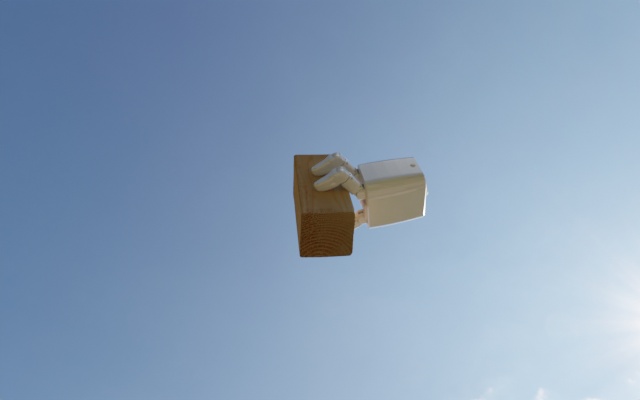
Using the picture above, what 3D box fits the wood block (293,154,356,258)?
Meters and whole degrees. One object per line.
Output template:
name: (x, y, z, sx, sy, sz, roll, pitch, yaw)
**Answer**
wood block: (0.001, 0.003, 0.858, 0.090, 0.091, 0.206, -2, 32, -6)
